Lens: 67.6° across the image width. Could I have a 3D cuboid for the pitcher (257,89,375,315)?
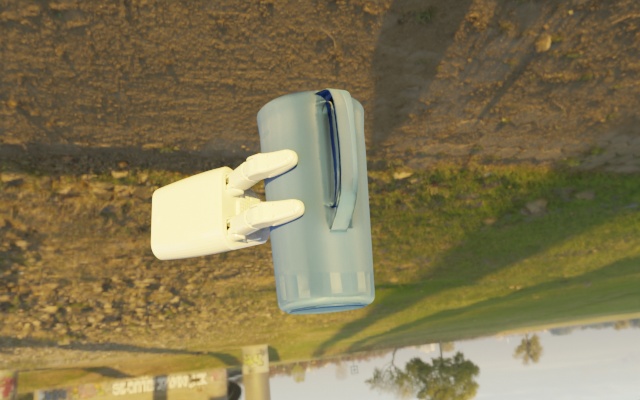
[{"bbox_3d":[0.000,0.002,0.551,0.145,0.242,0.149,-13,-19,22],"label":"pitcher"}]
